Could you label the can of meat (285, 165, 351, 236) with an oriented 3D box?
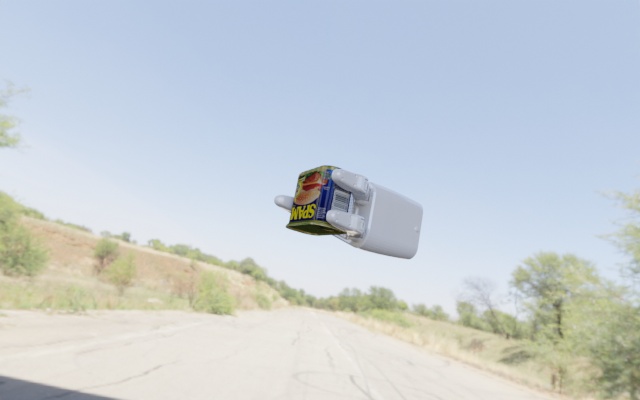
[{"bbox_3d":[0.000,0.002,0.673,0.057,0.084,0.102,18,-14,-28],"label":"can of meat"}]
